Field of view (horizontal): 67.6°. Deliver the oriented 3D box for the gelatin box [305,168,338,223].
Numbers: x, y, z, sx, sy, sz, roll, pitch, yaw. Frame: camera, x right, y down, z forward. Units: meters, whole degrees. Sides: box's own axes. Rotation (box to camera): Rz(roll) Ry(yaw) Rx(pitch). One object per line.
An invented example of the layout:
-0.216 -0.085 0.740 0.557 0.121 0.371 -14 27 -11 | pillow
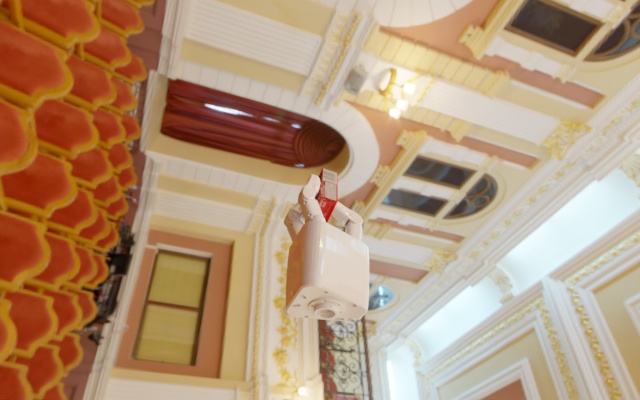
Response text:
0.001 0.002 0.759 0.030 0.073 0.089 20 33 -11 | gelatin box
